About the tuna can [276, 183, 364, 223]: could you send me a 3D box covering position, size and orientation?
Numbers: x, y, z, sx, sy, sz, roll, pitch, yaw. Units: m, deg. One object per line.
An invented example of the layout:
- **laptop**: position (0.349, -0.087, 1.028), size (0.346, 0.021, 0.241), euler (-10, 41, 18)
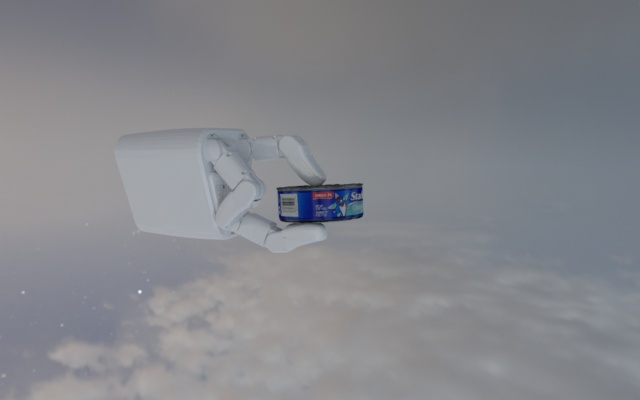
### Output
- **tuna can**: position (0.000, 0.002, 0.472), size (0.086, 0.034, 0.086), euler (-3, 3, 0)
